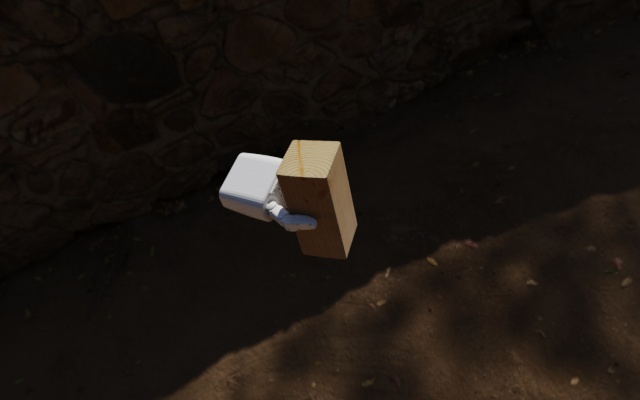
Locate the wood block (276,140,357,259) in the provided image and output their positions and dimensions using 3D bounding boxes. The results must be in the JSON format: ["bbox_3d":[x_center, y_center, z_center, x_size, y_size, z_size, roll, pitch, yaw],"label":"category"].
[{"bbox_3d":[0.000,0.003,0.848,0.090,0.090,0.206,5,-43,20],"label":"wood block"}]
